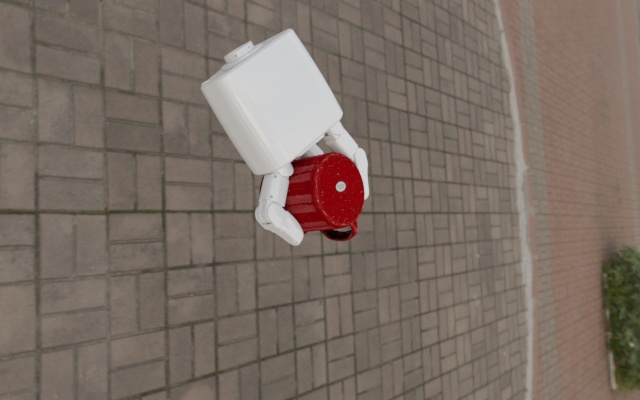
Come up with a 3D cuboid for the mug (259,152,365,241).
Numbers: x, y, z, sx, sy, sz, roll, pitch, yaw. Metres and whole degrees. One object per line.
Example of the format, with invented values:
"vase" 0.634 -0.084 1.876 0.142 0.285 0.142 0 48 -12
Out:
"mug" 0.001 0.003 0.532 0.081 0.117 0.093 -8 34 44
